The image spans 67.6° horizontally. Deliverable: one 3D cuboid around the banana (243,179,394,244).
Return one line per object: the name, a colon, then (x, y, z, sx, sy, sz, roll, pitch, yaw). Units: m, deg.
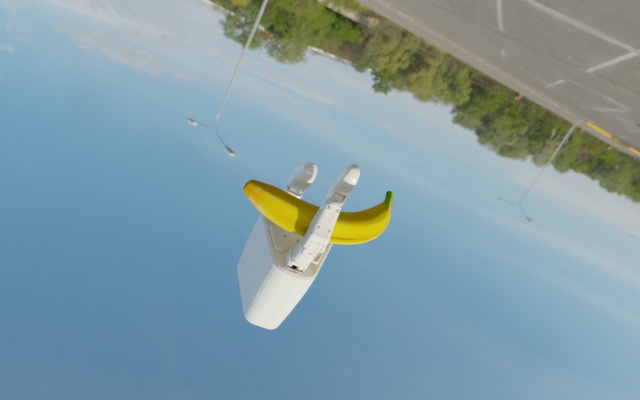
banana: (0.007, 0.017, 0.546, 0.198, 0.069, 0.037, 5, -38, -30)
